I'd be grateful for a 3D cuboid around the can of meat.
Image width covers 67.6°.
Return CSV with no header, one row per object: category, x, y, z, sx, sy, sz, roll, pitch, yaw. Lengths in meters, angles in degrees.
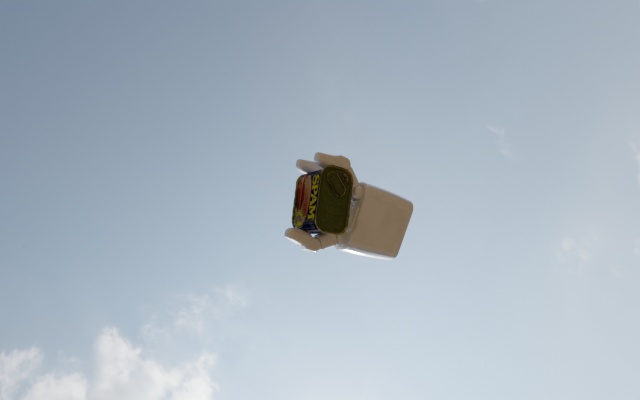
can of meat,0.000,0.003,0.736,0.057,0.102,0.084,13,-11,-30
